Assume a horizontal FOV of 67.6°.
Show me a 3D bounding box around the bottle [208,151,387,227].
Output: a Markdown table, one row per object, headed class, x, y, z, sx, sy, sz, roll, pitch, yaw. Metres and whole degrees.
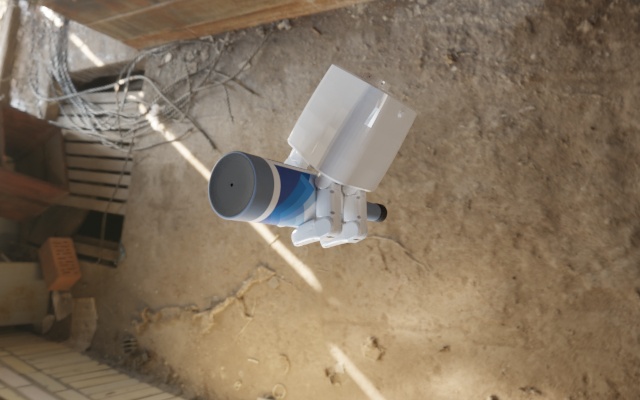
| class | x | y | z | sx | sy | sz | roll | pitch | yaw |
| --- | --- | --- | --- | --- | --- | --- | --- | --- | --- |
| bottle | 0.000 | 0.002 | 0.573 | 0.069 | 0.069 | 0.296 | 0 | -7 | 36 |
